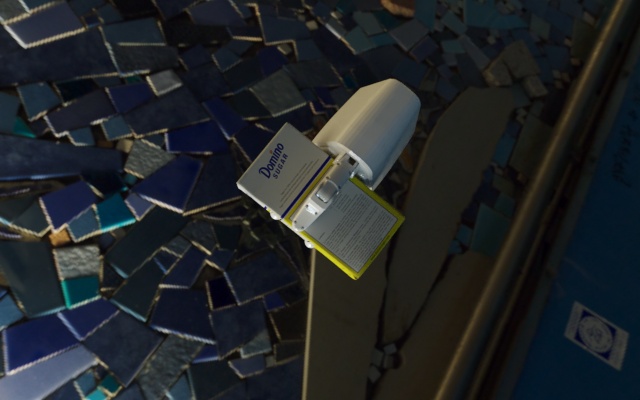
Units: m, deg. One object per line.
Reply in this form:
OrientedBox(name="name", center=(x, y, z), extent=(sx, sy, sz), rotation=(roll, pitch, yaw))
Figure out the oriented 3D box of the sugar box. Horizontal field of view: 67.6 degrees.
OrientedBox(name="sugar box", center=(0.000, 0.002, 0.555), extent=(0.176, 0.093, 0.048), rotation=(39, -8, -2))
